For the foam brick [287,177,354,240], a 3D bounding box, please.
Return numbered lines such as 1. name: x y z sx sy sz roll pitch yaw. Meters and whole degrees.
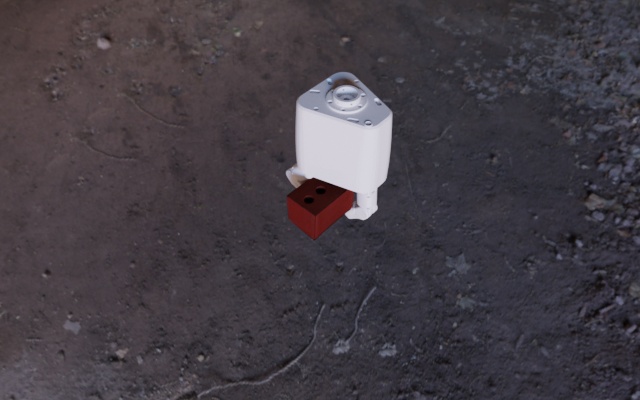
1. foam brick: 0.000 0.002 0.636 0.053 0.051 0.078 36 59 26
